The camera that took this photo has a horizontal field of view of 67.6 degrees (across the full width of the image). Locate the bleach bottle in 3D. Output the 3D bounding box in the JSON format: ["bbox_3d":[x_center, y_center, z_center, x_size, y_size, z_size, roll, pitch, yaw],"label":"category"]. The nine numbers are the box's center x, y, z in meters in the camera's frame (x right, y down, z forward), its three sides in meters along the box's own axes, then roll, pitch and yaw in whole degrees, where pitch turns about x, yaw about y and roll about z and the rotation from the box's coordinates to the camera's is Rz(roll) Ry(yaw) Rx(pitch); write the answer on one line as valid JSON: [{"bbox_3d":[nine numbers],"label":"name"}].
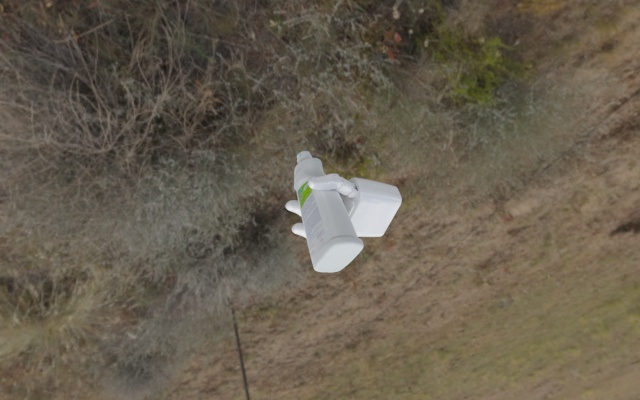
[{"bbox_3d":[0.000,0.003,0.893,0.068,0.250,0.103,7,-40,-31],"label":"bleach bottle"}]
